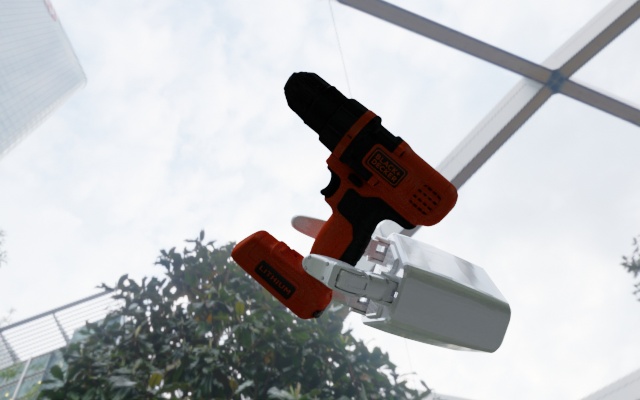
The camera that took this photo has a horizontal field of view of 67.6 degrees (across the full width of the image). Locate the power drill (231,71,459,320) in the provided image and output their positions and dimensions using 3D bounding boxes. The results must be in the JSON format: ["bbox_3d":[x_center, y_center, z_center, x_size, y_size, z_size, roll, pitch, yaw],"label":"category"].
[{"bbox_3d":[0.000,0.002,0.440,0.184,0.188,0.057,41,19,6],"label":"power drill"}]
